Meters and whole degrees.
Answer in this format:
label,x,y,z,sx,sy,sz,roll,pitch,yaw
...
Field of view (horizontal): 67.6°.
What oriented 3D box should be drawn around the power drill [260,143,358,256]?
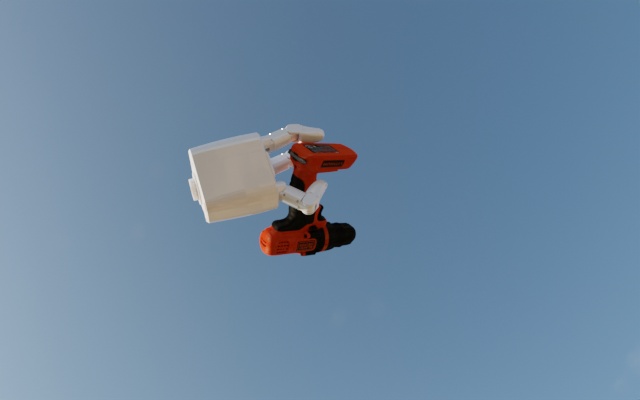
label,x,y,z,sx,sy,sz,roll,pitch,yaw
power drill,0.000,0.002,0.776,0.184,0.188,0.057,-4,27,-37
